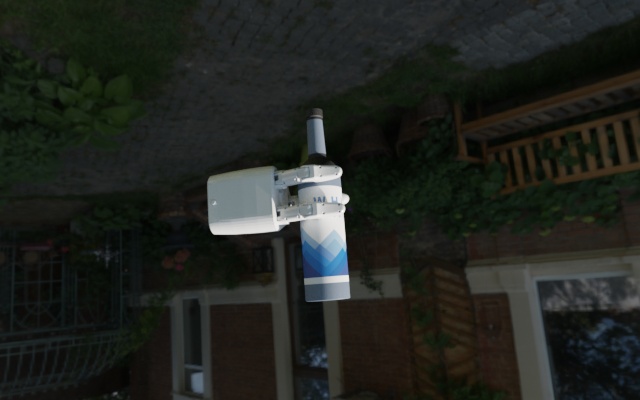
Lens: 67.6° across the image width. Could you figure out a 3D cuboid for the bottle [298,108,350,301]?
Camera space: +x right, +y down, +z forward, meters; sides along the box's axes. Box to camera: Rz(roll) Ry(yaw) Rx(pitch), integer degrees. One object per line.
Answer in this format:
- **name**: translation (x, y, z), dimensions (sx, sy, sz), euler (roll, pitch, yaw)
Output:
- **bottle**: translation (0.000, 0.003, 0.732), dimensions (0.069, 0.295, 0.069), euler (-4, -10, -1)
